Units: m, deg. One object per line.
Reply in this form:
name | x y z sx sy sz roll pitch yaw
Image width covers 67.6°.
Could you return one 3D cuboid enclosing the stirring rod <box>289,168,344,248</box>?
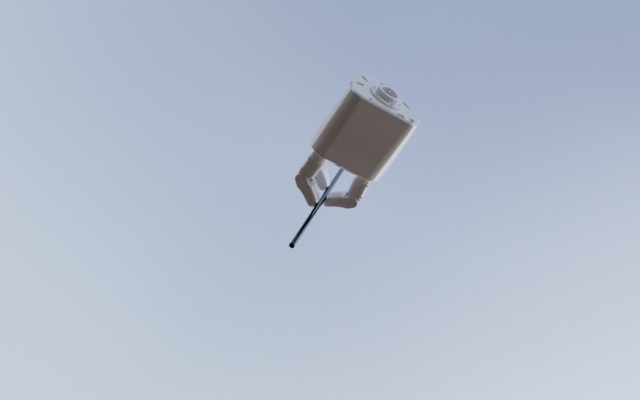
stirring rod | 0.000 0.002 0.717 0.011 0.011 0.239 0 28 21
